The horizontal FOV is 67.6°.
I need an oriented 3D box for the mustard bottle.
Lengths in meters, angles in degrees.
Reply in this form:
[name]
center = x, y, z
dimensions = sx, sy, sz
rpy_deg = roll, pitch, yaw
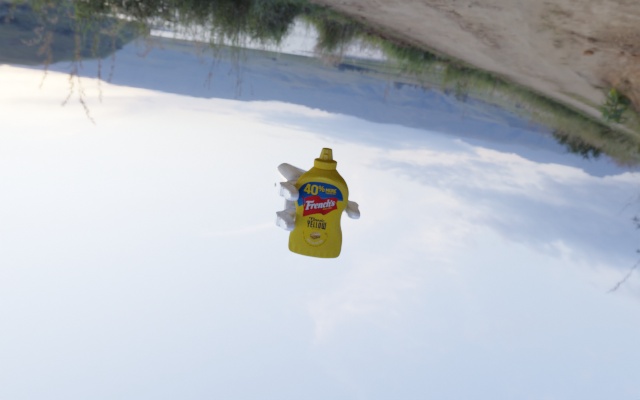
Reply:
[mustard bottle]
center = 0.000, 0.003, 0.836
dimensions = 0.096, 0.192, 0.058
rpy_deg = 9, 15, 4
